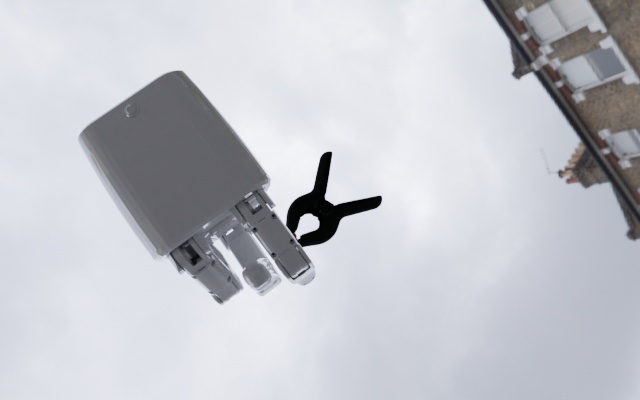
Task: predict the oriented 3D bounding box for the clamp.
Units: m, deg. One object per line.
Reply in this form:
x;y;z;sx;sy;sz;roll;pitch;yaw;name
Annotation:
0.000;0.003;0.724;0.171;0.120;0.039;-35;-16;-27;clamp
